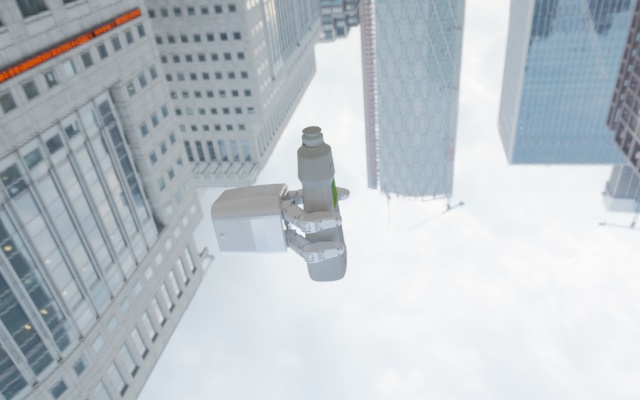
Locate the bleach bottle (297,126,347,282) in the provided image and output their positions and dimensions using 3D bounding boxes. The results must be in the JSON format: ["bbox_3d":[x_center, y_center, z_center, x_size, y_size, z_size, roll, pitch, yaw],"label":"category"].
[{"bbox_3d":[0.000,0.002,0.733,0.068,0.251,0.102,-4,33,4],"label":"bleach bottle"}]
